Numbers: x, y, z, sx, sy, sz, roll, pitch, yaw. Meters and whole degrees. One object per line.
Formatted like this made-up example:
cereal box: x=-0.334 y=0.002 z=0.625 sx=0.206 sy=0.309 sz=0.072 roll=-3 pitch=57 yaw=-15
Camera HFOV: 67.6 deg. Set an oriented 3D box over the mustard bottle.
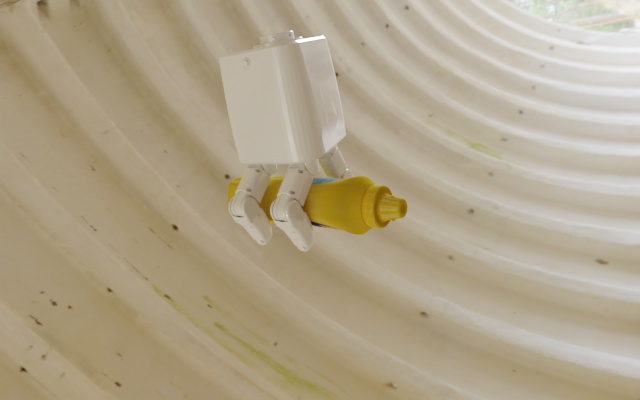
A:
mustard bottle: x=0.000 y=0.002 z=0.497 sx=0.191 sy=0.058 sz=0.096 roll=3 pitch=-1 yaw=37
